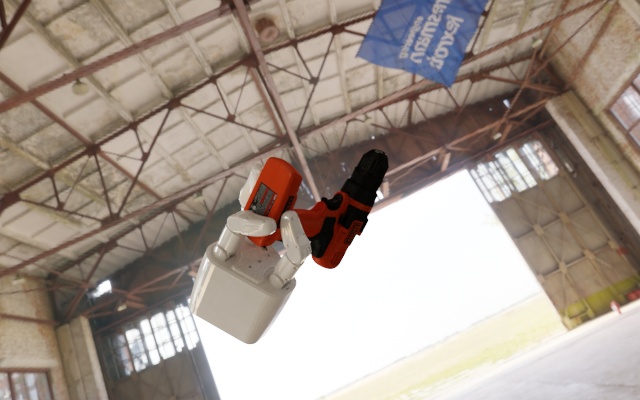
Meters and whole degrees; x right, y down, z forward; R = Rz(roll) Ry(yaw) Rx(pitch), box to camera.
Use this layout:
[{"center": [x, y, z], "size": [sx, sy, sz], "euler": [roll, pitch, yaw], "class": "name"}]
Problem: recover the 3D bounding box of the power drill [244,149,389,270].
[{"center": [0.000, 0.002, 0.620], "size": [0.188, 0.184, 0.057], "euler": [15, 14, -47], "class": "power drill"}]
